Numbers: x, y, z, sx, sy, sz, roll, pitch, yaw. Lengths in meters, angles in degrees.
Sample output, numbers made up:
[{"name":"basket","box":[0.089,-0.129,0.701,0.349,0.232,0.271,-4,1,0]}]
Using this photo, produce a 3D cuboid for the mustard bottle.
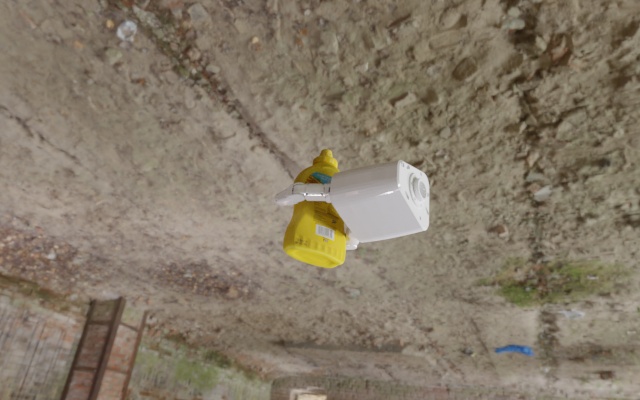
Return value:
[{"name":"mustard bottle","box":[0.000,0.003,0.750,0.096,0.191,0.058,21,-30,-25]}]
